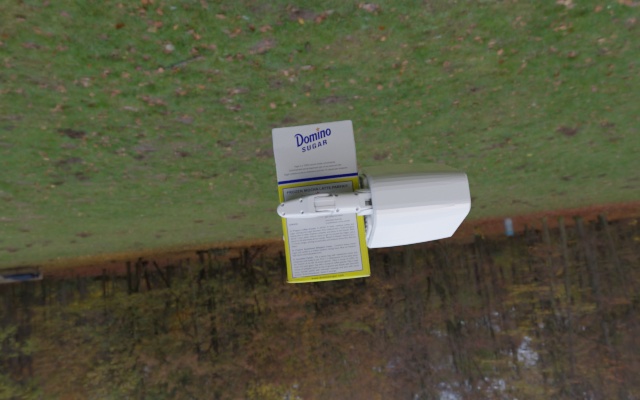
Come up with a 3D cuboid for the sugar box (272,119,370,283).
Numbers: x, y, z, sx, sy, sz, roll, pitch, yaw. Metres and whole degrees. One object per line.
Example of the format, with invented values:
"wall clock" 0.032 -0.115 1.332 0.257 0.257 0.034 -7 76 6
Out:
"sugar box" 0.000 0.002 0.546 0.093 0.176 0.048 -6 -7 1
